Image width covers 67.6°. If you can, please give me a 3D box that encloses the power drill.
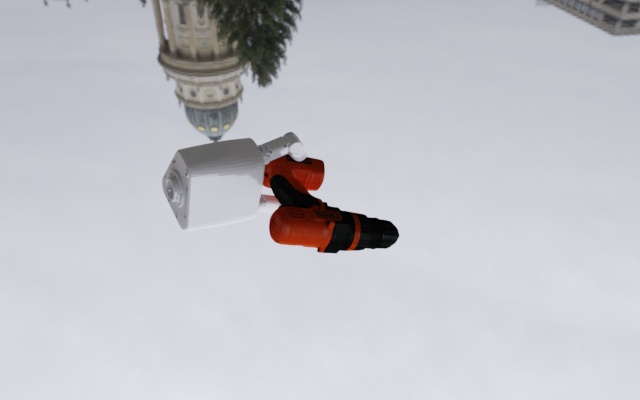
[{"bbox_3d":[0.000,0.002,0.670,0.184,0.057,0.187,8,27,-28],"label":"power drill"}]
